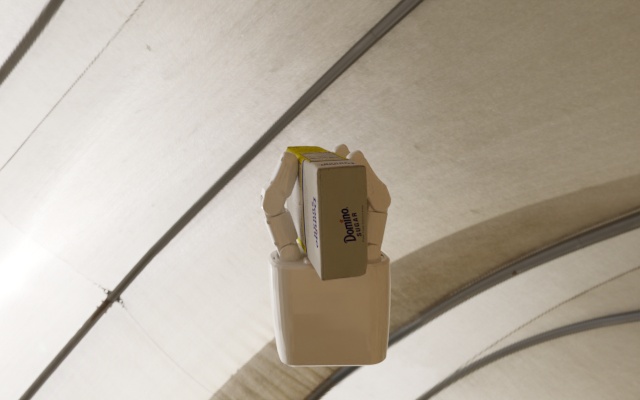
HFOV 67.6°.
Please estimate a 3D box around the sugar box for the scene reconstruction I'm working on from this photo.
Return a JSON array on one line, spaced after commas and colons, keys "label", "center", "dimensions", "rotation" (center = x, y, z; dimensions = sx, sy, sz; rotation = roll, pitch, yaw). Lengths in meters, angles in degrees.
[{"label": "sugar box", "center": [0.001, 0.002, 0.454], "dimensions": [0.048, 0.093, 0.176], "rotation": [-5, 13, -14]}]
